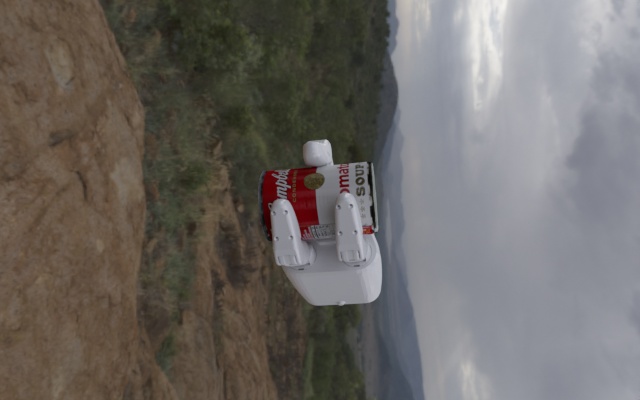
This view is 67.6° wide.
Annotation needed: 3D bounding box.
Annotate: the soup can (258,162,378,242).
[{"bbox_3d":[0.000,0.001,0.445,0.102,0.068,0.068,-5,-1,8],"label":"soup can"}]
